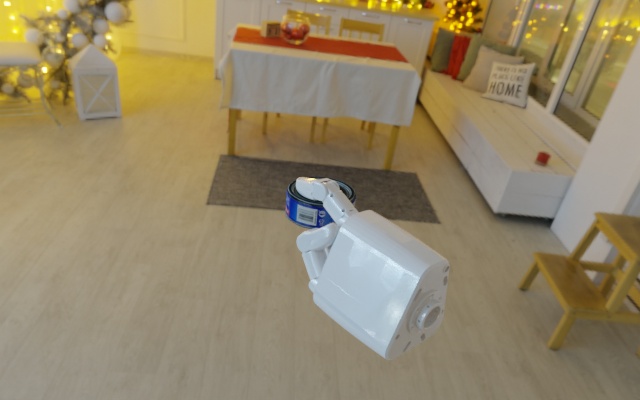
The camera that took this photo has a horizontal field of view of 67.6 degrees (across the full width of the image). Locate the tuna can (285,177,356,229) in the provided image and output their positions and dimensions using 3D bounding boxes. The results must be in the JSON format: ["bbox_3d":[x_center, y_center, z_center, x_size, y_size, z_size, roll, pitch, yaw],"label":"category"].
[{"bbox_3d":[0.000,0.001,0.585,0.086,0.034,0.086,4,26,-2],"label":"tuna can"}]
